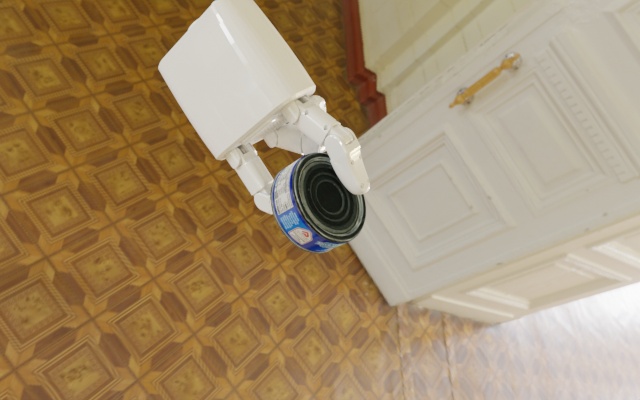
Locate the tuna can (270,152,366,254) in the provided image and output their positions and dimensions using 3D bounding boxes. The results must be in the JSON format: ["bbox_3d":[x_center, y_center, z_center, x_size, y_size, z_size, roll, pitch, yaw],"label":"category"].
[{"bbox_3d":[0.000,0.001,0.423,0.086,0.086,0.034,0,-20,-43],"label":"tuna can"}]
